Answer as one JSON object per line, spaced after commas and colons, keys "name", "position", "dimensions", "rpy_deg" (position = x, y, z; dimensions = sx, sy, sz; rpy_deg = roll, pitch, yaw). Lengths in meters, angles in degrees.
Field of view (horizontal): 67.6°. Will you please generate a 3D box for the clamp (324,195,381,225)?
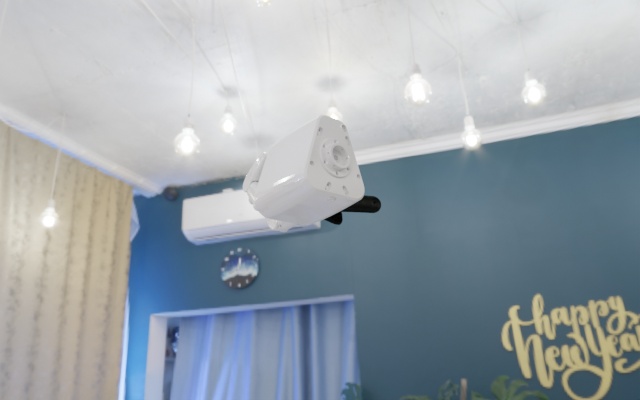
{"name": "clamp", "position": [0.000, 0.002, 0.701], "dimensions": [0.171, 0.039, 0.120], "rpy_deg": [13, -25, -36]}
